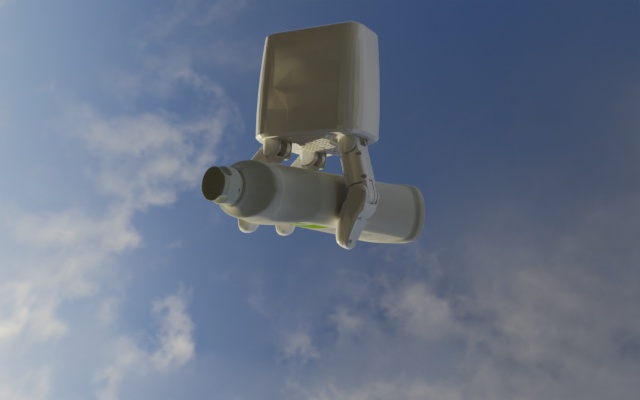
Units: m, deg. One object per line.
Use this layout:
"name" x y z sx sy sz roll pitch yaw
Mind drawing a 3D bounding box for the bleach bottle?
"bleach bottle" 0.000 0.002 0.467 0.102 0.068 0.251 -3 -9 39
